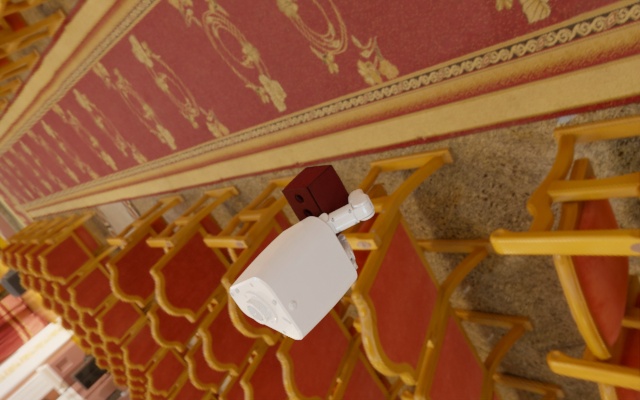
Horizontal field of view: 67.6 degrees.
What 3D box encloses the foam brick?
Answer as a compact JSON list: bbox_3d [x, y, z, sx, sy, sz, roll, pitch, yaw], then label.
[{"bbox_3d":[0.000,0.002,0.595,0.053,0.078,0.051,-4,32,51],"label":"foam brick"}]
